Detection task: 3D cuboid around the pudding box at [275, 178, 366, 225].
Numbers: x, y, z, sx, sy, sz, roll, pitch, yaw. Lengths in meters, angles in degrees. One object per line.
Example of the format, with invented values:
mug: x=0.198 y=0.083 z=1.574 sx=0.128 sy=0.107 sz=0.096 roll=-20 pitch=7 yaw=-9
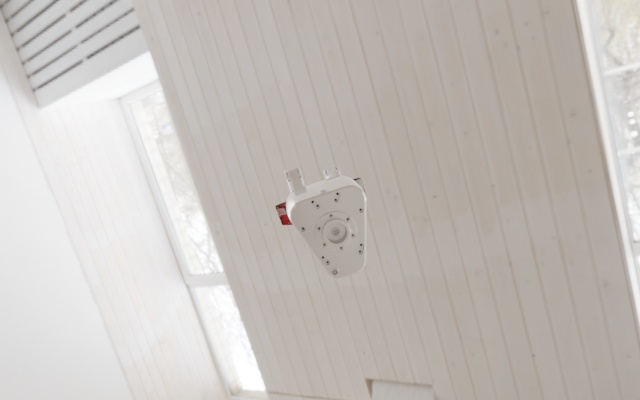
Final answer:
pudding box: x=0.000 y=0.003 z=0.731 sx=0.113 sy=0.039 sz=0.090 roll=-21 pitch=9 yaw=-30
